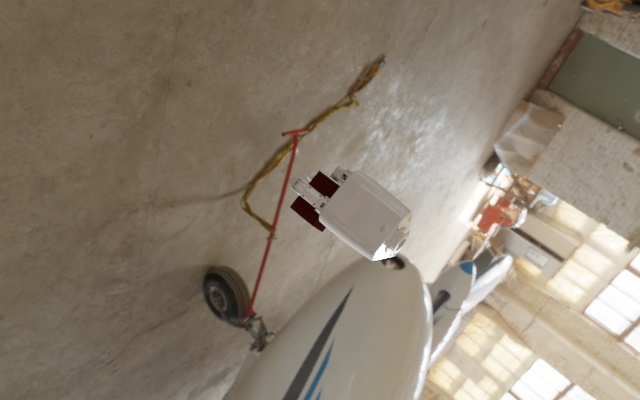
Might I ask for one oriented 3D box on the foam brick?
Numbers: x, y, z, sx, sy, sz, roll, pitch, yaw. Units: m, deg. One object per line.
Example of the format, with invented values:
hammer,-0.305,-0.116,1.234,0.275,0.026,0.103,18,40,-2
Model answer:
foam brick,0.000,0.003,0.767,0.051,0.078,0.053,39,0,25
